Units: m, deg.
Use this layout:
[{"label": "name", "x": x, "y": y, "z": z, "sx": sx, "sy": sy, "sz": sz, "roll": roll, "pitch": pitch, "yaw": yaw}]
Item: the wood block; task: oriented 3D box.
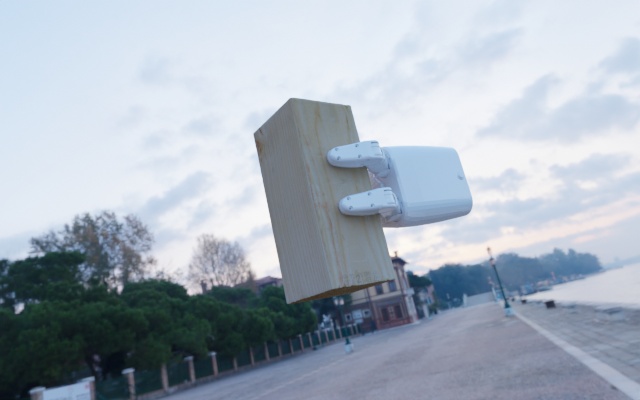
[{"label": "wood block", "x": 0.000, "y": 0.002, "z": 0.538, "sx": 0.090, "sy": 0.206, "sz": 0.091, "roll": -1, "pitch": -19, "yaw": -37}]
